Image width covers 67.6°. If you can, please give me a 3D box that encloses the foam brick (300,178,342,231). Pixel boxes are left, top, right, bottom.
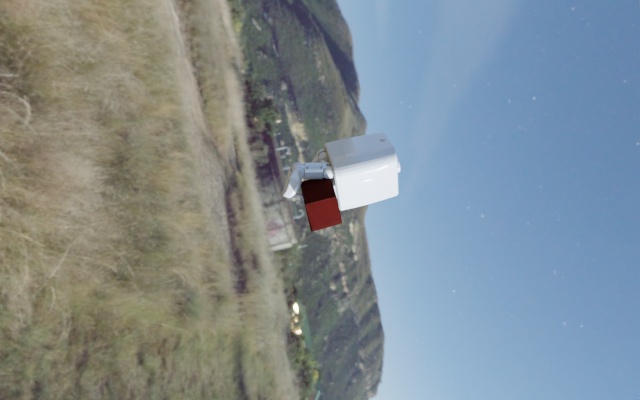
[{"bbox_3d":[0.000,0.003,0.759,0.051,0.053,0.078,-13,31,-1],"label":"foam brick"}]
